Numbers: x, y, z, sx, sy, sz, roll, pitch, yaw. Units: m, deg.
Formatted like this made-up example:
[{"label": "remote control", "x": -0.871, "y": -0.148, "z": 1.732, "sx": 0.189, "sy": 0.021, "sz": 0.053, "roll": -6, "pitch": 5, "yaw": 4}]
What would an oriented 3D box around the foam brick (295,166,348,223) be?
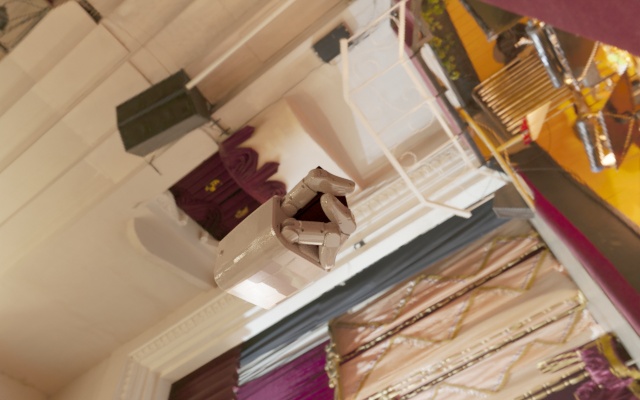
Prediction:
[{"label": "foam brick", "x": 0.000, "y": 0.002, "z": 0.627, "sx": 0.053, "sy": 0.051, "sz": 0.078, "roll": 41, "pitch": 21, "yaw": -25}]
